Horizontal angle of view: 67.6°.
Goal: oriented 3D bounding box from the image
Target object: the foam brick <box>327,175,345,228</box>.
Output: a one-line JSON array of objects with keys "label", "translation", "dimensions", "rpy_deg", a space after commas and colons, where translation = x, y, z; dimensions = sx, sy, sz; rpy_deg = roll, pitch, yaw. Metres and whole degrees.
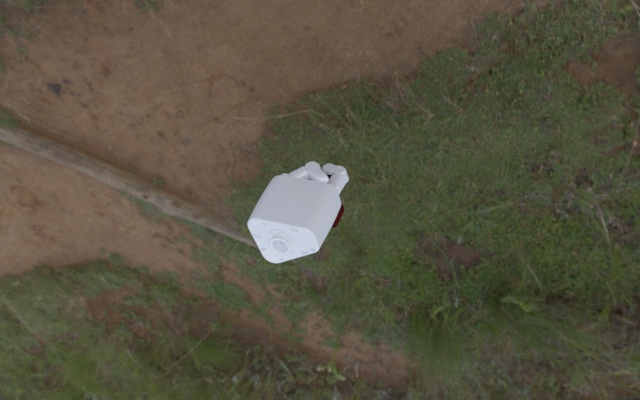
[{"label": "foam brick", "translation": [0.000, 0.003, 0.807], "dimensions": [0.053, 0.078, 0.051], "rpy_deg": [-4, 37, 26]}]
